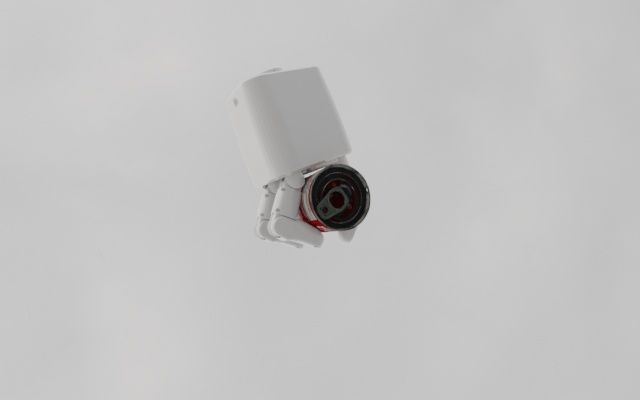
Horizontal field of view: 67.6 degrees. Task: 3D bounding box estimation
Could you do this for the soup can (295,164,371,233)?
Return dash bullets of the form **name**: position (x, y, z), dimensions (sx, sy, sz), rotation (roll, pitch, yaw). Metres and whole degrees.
- **soup can**: position (0.000, 0.002, 0.525), dimensions (0.068, 0.068, 0.102), rotation (0, -6, -25)
